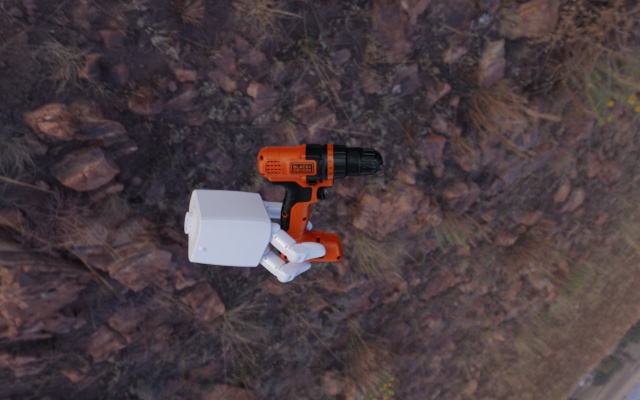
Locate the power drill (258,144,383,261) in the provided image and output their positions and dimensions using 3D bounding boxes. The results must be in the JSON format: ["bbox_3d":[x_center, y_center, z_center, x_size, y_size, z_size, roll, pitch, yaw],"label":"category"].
[{"bbox_3d":[0.000,0.003,0.737,0.184,0.188,0.057,1,25,2],"label":"power drill"}]
